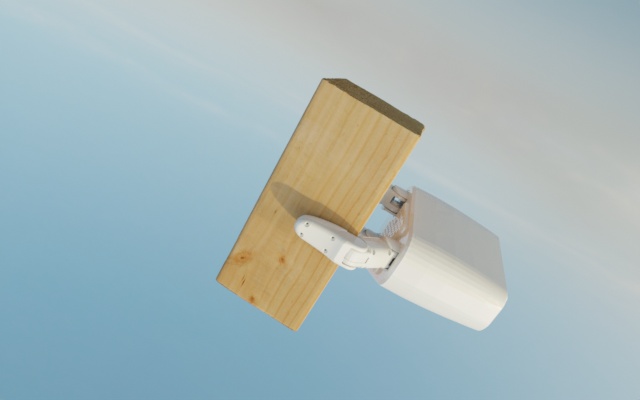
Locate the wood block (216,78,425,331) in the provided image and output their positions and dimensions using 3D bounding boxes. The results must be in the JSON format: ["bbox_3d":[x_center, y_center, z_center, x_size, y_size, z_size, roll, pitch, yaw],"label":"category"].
[{"bbox_3d":[0.000,0.002,0.437,0.090,0.206,0.091,32,19,5],"label":"wood block"}]
